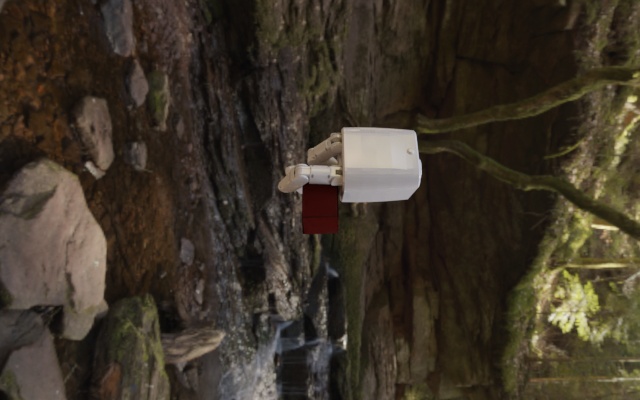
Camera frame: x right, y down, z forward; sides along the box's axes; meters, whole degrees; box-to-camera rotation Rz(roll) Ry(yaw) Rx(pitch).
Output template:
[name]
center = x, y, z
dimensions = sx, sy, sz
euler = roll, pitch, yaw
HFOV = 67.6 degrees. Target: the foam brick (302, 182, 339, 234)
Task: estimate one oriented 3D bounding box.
[foam brick]
center = 0.000, 0.003, 0.676
dimensions = 0.051, 0.078, 0.053
euler = 0, -29, 0
